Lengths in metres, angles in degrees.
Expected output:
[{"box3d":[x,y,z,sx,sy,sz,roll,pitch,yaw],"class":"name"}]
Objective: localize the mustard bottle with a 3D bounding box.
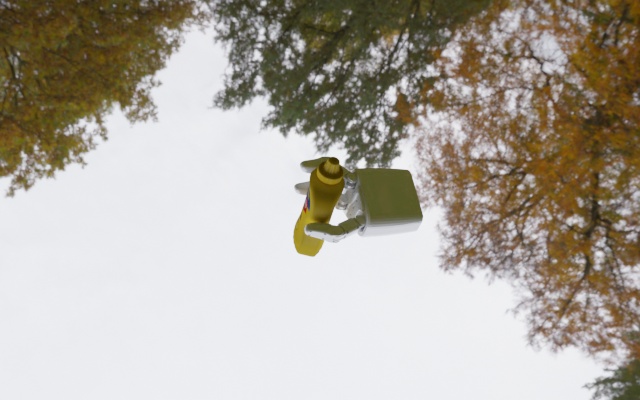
[{"box3d":[0.000,0.003,0.790,0.058,0.096,0.192,15,-44,-4],"class":"mustard bottle"}]
